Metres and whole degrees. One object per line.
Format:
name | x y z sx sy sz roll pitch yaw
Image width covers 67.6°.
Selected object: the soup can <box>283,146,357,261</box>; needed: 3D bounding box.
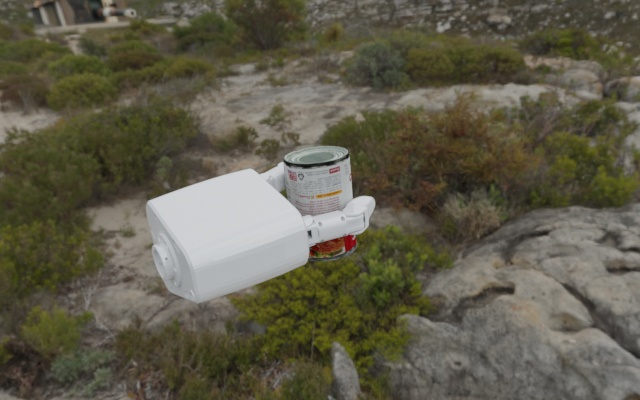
soup can | 0.001 0.001 0.490 0.068 0.102 0.068 -5 20 2
